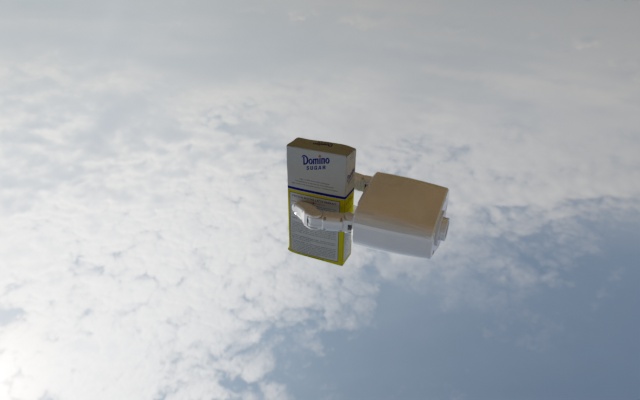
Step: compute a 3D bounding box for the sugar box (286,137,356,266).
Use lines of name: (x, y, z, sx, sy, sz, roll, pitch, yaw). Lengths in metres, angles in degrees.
sugar box: (0.000, 0.002, 0.693, 0.093, 0.176, 0.048, 13, 27, 20)
